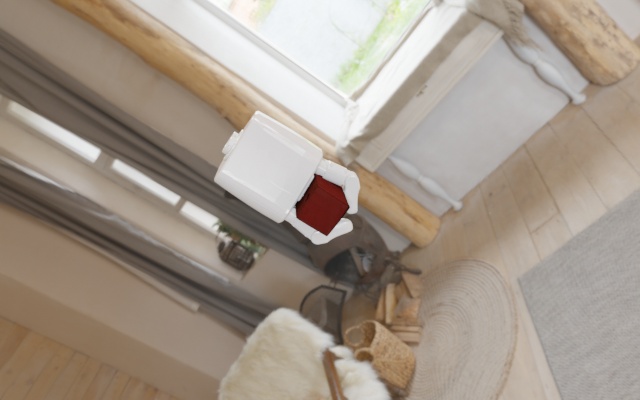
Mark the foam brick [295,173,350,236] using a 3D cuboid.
[{"bbox_3d":[0.000,0.002,0.645,0.051,0.053,0.078,32,14,-15],"label":"foam brick"}]
